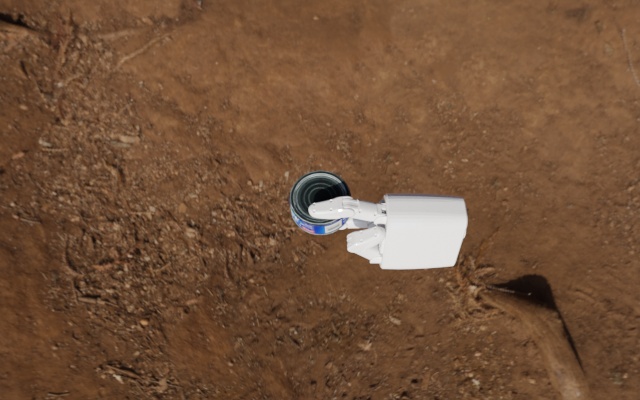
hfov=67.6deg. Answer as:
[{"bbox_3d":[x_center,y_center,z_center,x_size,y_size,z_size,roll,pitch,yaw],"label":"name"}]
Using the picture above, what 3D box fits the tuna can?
[{"bbox_3d":[0.000,0.002,0.659,0.086,0.086,0.034,0,-26,3],"label":"tuna can"}]
